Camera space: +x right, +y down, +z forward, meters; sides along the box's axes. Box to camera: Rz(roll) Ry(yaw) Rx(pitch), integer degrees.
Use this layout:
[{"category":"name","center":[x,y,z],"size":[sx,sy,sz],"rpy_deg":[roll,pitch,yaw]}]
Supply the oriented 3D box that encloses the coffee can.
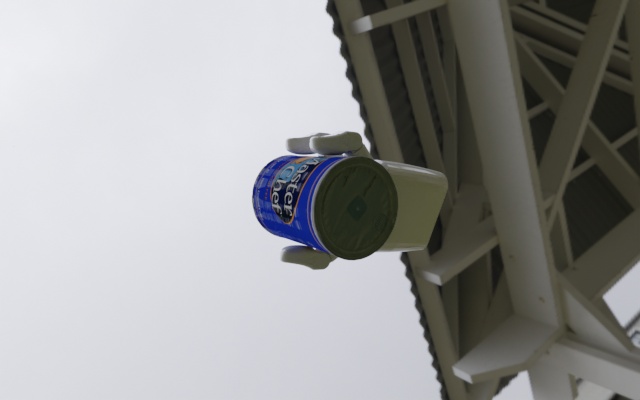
[{"category":"coffee can","center":[0.000,0.002,0.524],"size":[0.103,0.103,0.140],"rpy_deg":[0,5,-33]}]
